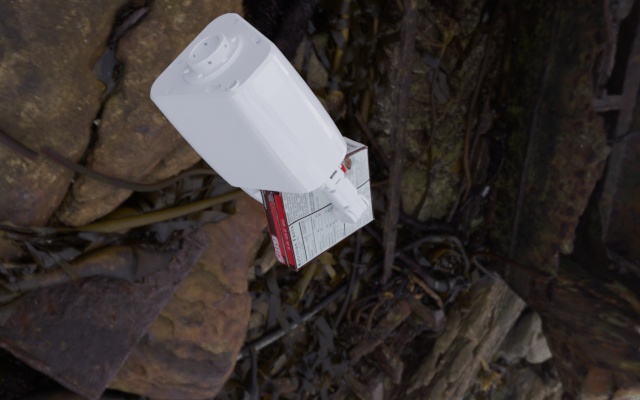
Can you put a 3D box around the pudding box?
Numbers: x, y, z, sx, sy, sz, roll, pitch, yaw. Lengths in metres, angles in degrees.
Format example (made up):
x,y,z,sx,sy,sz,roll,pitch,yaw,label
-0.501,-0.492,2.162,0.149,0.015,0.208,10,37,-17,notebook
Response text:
x,y,z,sx,sy,sz,roll,pitch,yaw,label
0.000,0.002,0.463,0.113,0.090,0.039,-29,37,-30,pudding box
